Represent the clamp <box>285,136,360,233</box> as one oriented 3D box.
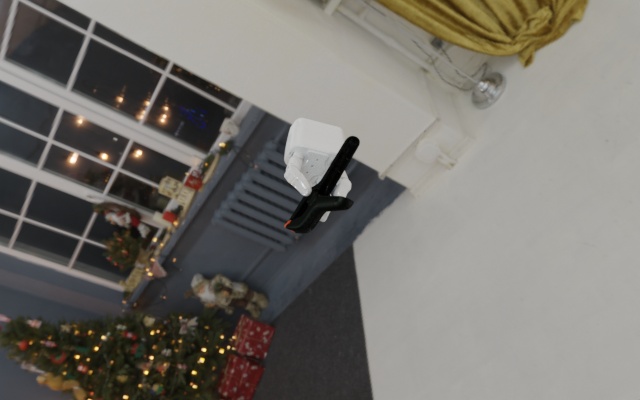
[{"bbox_3d":[-0.001,0.003,0.827,0.036,0.164,0.210,29,-54,-18],"label":"clamp"}]
